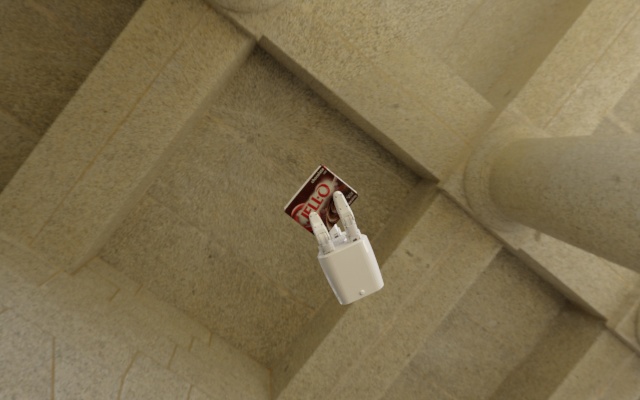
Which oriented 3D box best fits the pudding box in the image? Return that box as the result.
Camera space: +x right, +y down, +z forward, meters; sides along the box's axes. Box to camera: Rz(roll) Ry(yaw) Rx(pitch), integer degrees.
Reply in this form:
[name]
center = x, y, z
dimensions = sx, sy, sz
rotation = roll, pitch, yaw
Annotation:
[pudding box]
center = 0.000, 0.003, 0.880
dimensions = 0.090, 0.113, 0.039
rotation = 38, 2, -11
